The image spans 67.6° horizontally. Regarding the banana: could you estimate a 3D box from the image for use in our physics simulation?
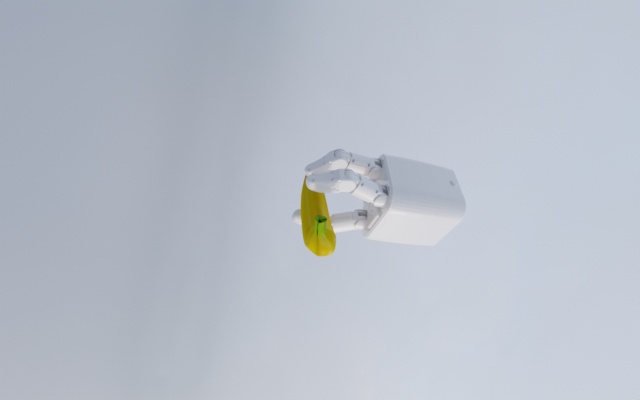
[{"bbox_3d":[-0.003,0.021,0.590,0.037,0.070,0.197,7,17,-9],"label":"banana"}]
